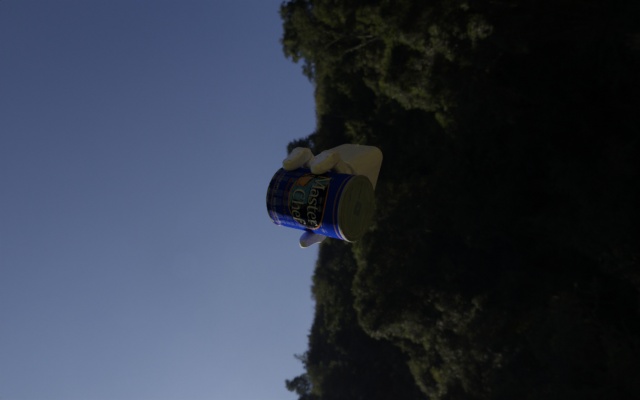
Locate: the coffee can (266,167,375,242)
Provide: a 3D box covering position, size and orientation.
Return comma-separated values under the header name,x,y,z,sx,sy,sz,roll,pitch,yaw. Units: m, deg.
name,x,y,z,sx,sy,sz,roll,pitch,yaw
coffee can,0.000,0.003,0.756,0.140,0.103,0.103,10,5,33
